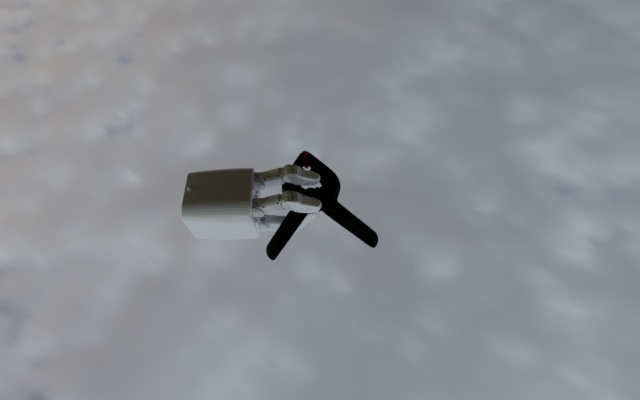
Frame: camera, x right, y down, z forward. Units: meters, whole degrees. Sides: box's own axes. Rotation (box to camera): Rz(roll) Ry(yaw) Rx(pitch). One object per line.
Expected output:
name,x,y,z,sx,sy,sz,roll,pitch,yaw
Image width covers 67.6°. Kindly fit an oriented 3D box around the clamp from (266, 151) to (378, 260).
clamp,0.000,0.003,0.753,0.164,0.209,0.036,0,-41,-3
